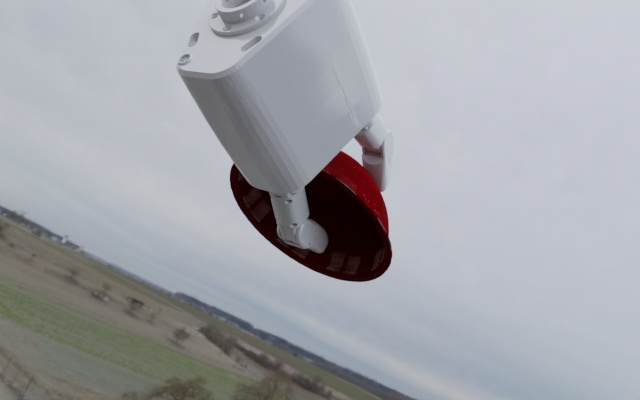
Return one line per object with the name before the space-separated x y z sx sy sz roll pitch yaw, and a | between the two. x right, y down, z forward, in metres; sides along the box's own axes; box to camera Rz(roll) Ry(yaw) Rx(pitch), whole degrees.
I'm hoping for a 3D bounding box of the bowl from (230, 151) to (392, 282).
bowl | 0.000 0.002 0.430 0.162 0.162 0.055 0 43 43
